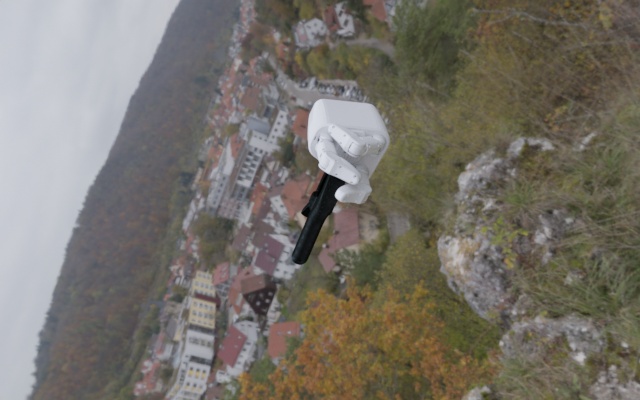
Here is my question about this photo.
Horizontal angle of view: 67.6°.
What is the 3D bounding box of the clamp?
[{"bbox_3d":[0.000,0.002,0.718,0.039,0.171,0.120,20,31,-16],"label":"clamp"}]
